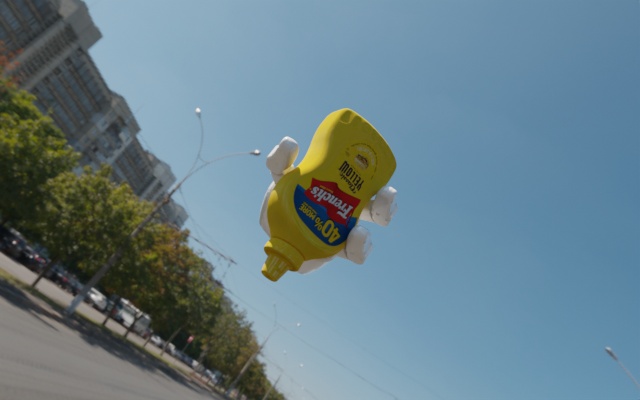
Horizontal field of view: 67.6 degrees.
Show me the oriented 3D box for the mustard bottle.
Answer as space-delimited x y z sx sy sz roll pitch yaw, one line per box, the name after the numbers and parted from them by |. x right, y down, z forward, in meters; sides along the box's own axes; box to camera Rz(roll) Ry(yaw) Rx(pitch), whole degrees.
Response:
0.000 0.001 0.494 0.096 0.191 0.058 46 -26 -24 | mustard bottle
